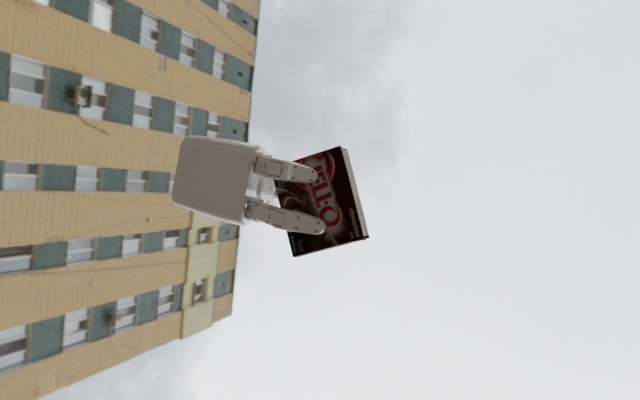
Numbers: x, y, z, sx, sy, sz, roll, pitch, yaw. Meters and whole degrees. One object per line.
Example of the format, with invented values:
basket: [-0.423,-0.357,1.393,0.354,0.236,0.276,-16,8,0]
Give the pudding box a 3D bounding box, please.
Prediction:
pudding box: [0.000,0.002,0.563,0.090,0.113,0.039,-17,-5,19]
